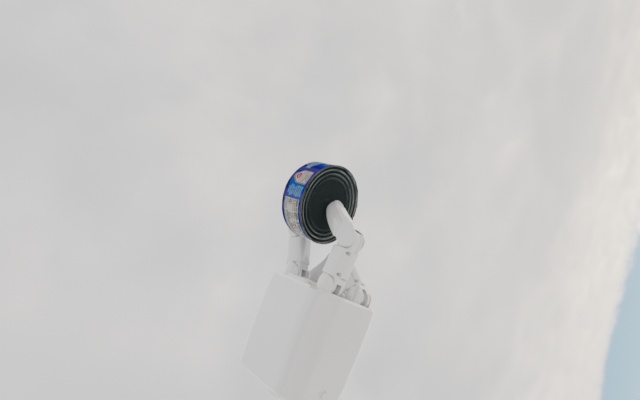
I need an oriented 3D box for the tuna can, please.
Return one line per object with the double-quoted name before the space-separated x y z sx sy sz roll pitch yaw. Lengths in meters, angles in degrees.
"tuna can" 0.000 0.002 0.515 0.086 0.086 0.033 0 12 -45
